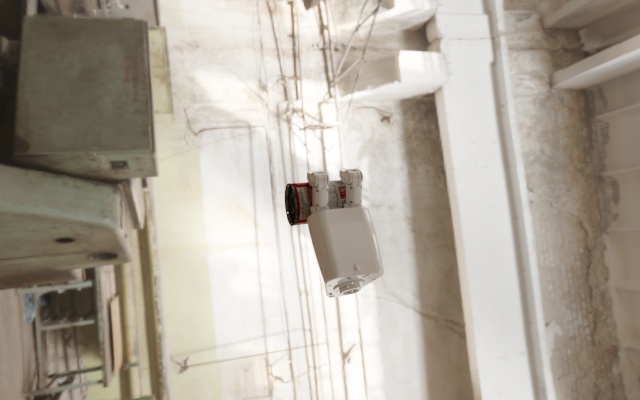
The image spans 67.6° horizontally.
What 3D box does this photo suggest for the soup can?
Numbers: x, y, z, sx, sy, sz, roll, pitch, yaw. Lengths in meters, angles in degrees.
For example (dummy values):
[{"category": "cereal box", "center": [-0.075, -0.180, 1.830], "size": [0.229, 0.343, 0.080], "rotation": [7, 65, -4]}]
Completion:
[{"category": "soup can", "center": [0.000, 0.002, 0.761], "size": [0.102, 0.068, 0.068], "rotation": [-5, 1, -18]}]
